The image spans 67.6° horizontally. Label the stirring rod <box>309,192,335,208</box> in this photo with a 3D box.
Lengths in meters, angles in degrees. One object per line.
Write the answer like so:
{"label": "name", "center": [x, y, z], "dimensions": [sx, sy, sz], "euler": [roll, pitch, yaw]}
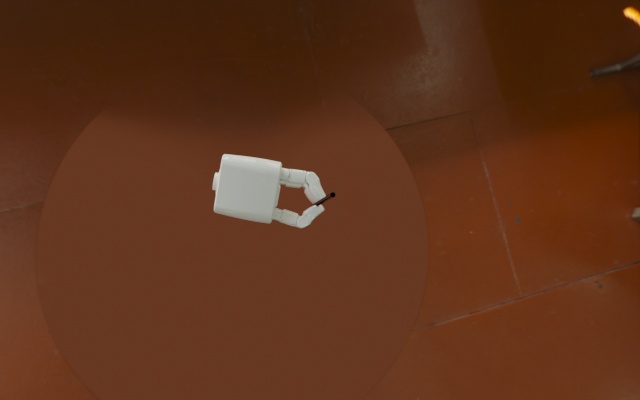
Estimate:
{"label": "stirring rod", "center": [0.000, 0.003, 0.845], "dimensions": [0.011, 0.011, 0.239], "euler": [0, -5, -9]}
